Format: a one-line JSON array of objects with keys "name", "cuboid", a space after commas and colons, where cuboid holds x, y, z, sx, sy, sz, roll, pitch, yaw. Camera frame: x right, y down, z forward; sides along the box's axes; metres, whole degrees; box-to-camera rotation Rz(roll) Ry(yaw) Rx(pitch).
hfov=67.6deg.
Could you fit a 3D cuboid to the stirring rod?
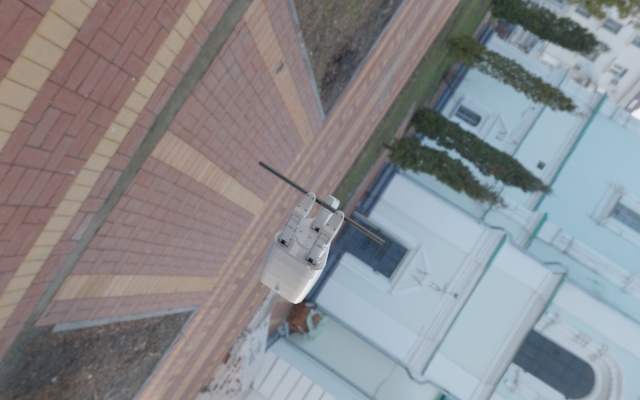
[{"name": "stirring rod", "cuboid": [0.000, 0.002, 0.768, 0.239, 0.011, 0.011, 33, 5, 8]}]
